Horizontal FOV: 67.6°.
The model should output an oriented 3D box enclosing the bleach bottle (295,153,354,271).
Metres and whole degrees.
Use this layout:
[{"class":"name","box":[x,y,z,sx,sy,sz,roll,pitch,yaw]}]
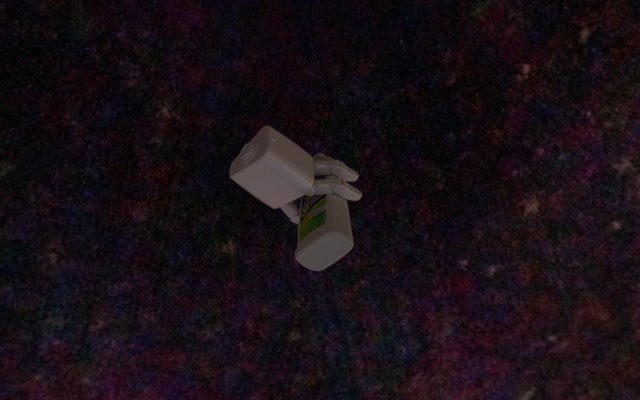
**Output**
[{"class":"bleach bottle","box":[0.000,0.003,0.884,0.102,0.250,0.068,-37,-55,26]}]
